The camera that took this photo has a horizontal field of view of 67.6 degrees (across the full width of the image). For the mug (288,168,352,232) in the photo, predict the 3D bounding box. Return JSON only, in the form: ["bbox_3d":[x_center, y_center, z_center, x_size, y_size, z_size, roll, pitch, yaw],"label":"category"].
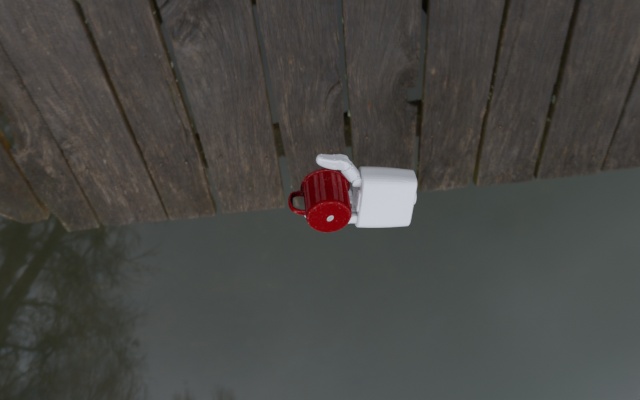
[{"bbox_3d":[-0.001,0.003,0.861,0.117,0.093,0.081,0,44,-7],"label":"mug"}]
